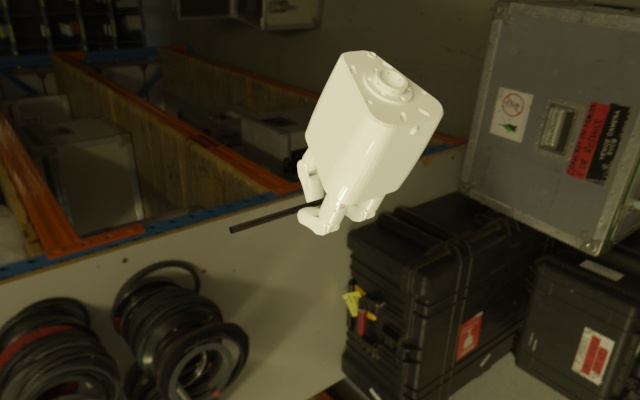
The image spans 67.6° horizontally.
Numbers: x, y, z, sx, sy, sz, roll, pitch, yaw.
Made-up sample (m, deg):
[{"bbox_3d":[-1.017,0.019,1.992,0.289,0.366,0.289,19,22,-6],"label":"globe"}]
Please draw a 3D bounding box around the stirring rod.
[{"bbox_3d":[0.000,0.002,0.573,0.239,0.011,0.011,-17,10,-34],"label":"stirring rod"}]
